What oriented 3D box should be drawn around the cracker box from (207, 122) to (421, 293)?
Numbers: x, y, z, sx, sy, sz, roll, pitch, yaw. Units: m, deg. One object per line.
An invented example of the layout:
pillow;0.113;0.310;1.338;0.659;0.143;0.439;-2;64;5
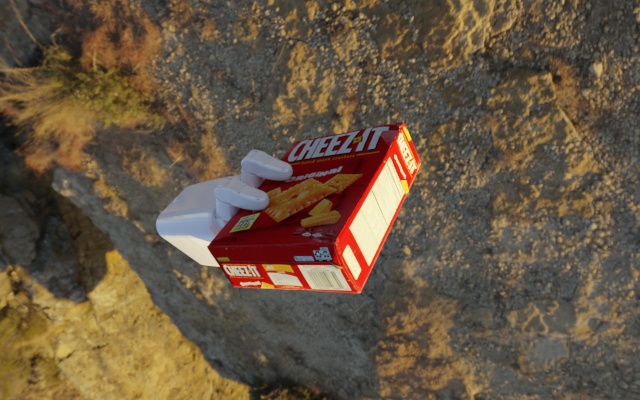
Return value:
cracker box;0.000;0.002;0.539;0.164;0.072;0.213;-5;36;34
